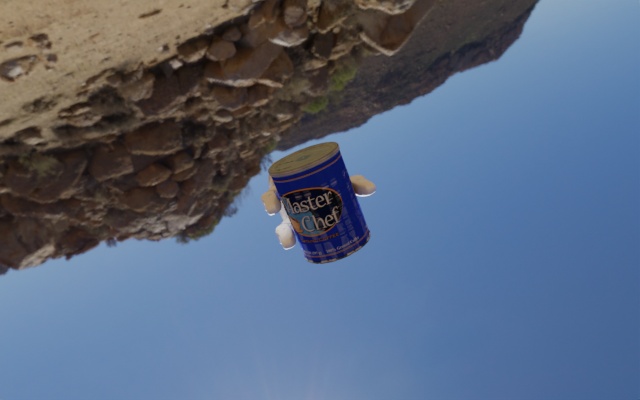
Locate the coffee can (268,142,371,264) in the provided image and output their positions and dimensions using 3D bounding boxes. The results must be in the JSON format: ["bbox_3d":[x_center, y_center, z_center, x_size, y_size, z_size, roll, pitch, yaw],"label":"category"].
[{"bbox_3d":[0.000,0.002,0.669,0.103,0.140,0.102,-19,18,7],"label":"coffee can"}]
